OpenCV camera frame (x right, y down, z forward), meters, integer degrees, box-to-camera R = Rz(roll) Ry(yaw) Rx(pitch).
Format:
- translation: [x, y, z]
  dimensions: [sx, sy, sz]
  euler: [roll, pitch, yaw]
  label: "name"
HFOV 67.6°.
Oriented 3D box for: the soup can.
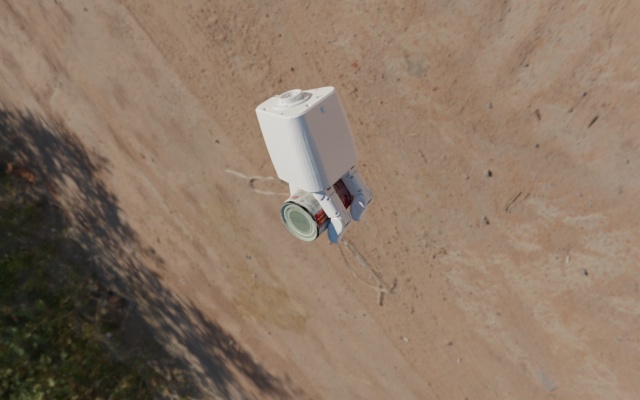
- translation: [0.000, 0.003, 0.676]
  dimensions: [0.068, 0.068, 0.102]
  euler: [0, 33, 45]
  label: "soup can"
